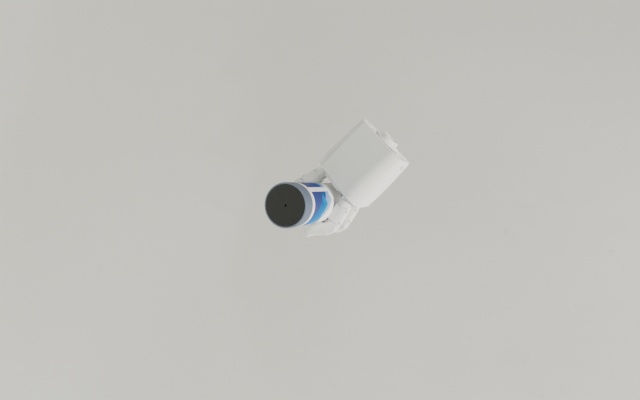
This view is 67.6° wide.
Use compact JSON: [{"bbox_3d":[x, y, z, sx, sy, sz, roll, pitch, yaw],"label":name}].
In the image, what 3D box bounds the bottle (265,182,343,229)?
[{"bbox_3d":[0.000,0.003,0.818,0.069,0.069,0.295,0,2,20],"label":"bottle"}]
